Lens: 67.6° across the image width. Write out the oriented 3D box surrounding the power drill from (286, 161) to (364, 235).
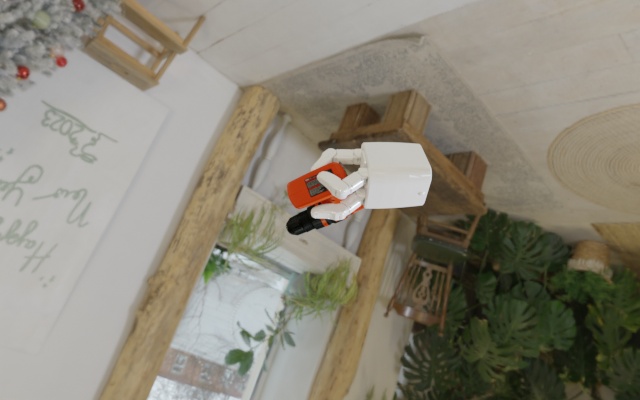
[{"bbox_3d":[0.000,0.003,0.889,0.184,0.057,0.188,-26,-18,6],"label":"power drill"}]
